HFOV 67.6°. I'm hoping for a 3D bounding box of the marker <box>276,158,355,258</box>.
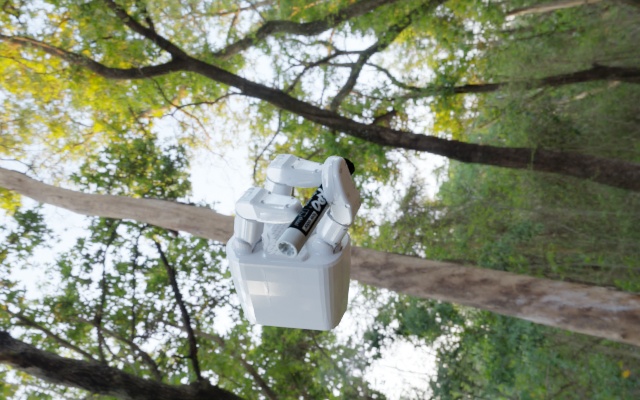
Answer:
[{"bbox_3d":[0.000,0.001,0.403,0.020,0.020,0.121,0,36,32],"label":"marker"}]
